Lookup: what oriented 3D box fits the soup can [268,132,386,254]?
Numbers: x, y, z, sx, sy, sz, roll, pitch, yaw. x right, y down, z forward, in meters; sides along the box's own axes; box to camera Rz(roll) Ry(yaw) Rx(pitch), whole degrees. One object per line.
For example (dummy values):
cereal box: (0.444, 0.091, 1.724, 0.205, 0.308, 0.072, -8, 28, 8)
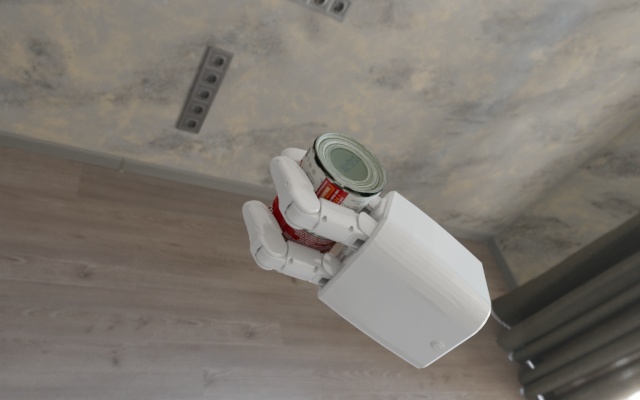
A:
soup can: (0.000, 0.001, 0.402, 0.068, 0.068, 0.102, 0, -39, -38)
